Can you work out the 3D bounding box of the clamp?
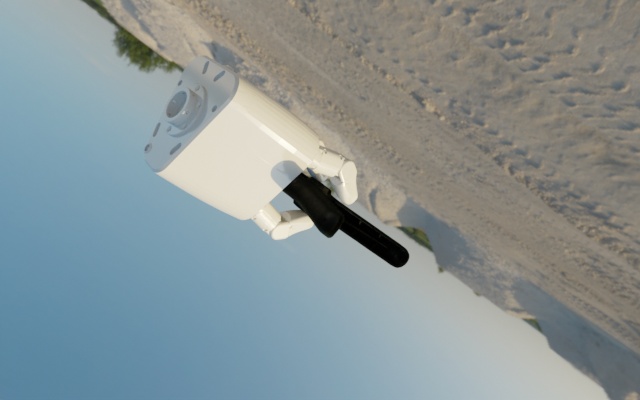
[{"bbox_3d":[-0.001,0.002,0.529,0.165,0.036,0.210,32,6,-47],"label":"clamp"}]
